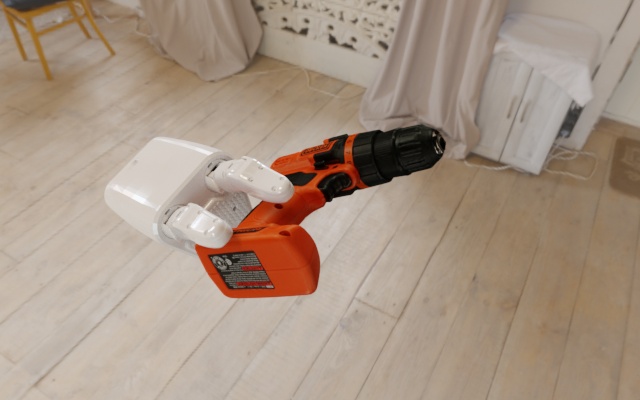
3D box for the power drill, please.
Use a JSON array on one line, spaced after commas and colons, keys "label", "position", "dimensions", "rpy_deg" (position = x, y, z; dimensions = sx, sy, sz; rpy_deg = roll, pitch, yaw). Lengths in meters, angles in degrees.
[{"label": "power drill", "position": [0.000, 0.002, 0.404], "dimensions": [0.184, 0.057, 0.187], "rpy_deg": [-12, 24, 36]}]
